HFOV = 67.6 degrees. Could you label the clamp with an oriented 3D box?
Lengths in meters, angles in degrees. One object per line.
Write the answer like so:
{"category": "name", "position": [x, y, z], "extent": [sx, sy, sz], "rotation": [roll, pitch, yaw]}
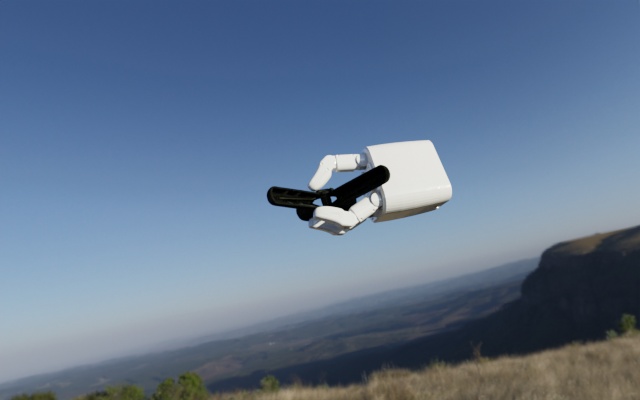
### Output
{"category": "clamp", "position": [0.000, 0.002, 0.707], "extent": [0.164, 0.036, 0.210], "rotation": [-9, -14, -10]}
